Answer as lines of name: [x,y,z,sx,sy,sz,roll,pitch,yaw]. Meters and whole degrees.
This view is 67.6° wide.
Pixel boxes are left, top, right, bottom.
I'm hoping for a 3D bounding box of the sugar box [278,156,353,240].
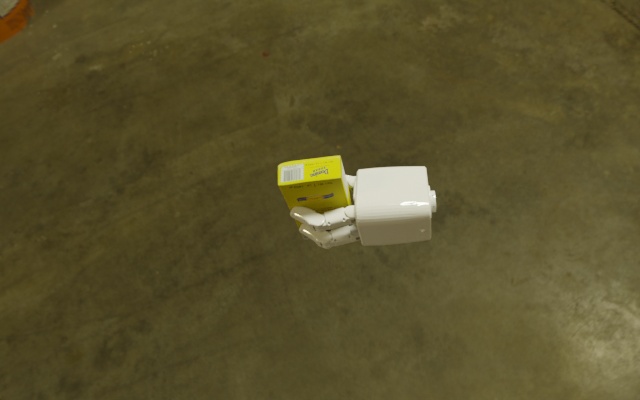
sugar box: [0.000,0.003,0.741,0.093,0.048,0.176,-6,-34,10]
